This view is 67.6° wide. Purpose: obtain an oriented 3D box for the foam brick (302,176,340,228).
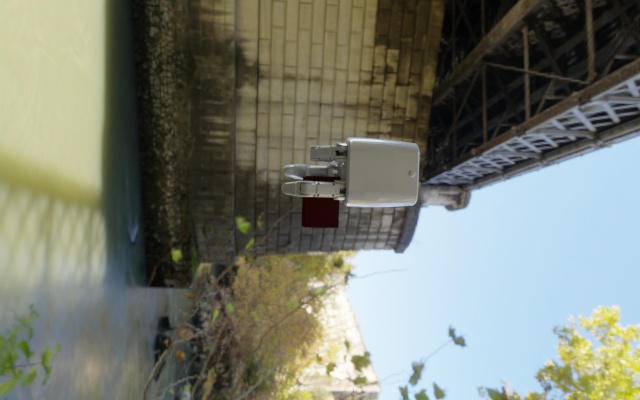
[{"bbox_3d":[0.000,0.003,0.719,0.051,0.078,0.053,2,1,-8],"label":"foam brick"}]
